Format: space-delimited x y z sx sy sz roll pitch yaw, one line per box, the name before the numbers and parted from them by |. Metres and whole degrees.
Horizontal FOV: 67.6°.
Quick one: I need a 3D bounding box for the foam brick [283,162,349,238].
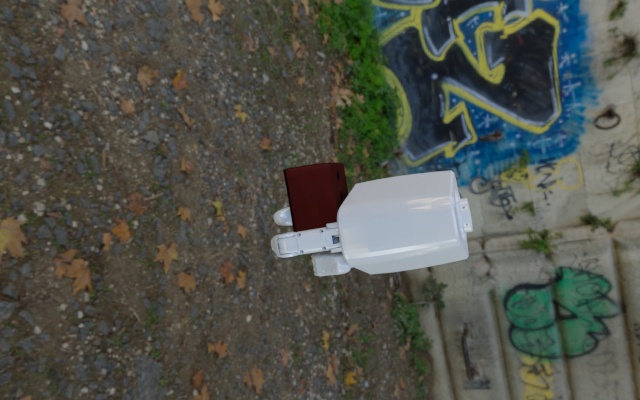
foam brick | 0.000 0.001 0.497 0.051 0.078 0.053 -10 -1 20
